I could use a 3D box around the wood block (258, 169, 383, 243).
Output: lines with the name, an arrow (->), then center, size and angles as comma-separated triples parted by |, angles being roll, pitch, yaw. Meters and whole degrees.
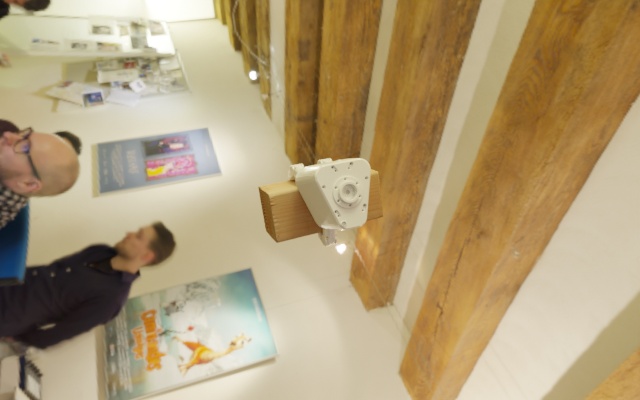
wood block -> 0.000, 0.003, 0.884 | 0.206, 0.091, 0.090 | -12, 15, -17
